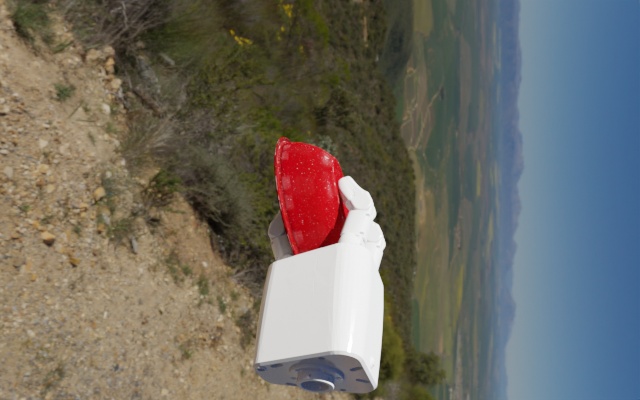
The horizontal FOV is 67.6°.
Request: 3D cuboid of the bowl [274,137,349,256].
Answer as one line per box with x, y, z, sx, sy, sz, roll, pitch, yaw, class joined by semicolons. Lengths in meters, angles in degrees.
0.000;0.000;0.539;0.055;0.162;0.162;-13;-2;10;bowl
